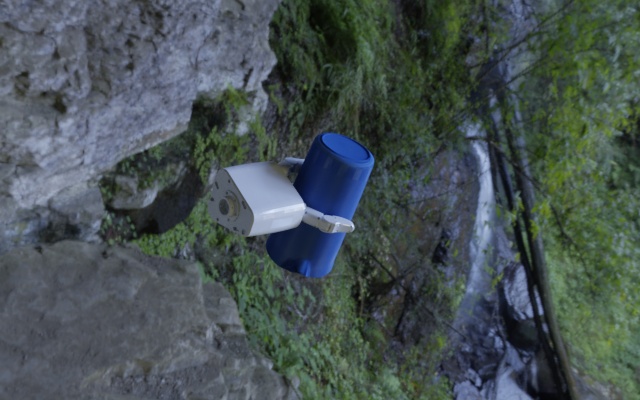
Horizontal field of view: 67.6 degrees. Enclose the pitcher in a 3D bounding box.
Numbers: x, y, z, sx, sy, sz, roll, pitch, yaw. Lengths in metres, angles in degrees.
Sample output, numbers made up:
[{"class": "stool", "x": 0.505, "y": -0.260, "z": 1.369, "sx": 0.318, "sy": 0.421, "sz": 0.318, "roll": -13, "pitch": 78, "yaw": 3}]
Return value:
[{"class": "pitcher", "x": 0.000, "y": 0.003, "z": 0.854, "sx": 0.145, "sy": 0.243, "sz": 0.149, "roll": -9, "pitch": 42, "yaw": -45}]
